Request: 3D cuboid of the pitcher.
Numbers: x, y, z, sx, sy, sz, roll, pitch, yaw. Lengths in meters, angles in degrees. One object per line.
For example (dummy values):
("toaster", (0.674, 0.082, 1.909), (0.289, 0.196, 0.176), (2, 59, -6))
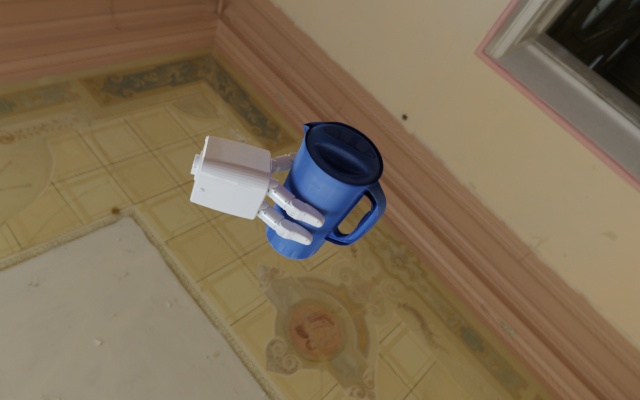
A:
("pitcher", (0.000, 0.003, 0.800), (0.145, 0.149, 0.243), (14, -43, -17))
